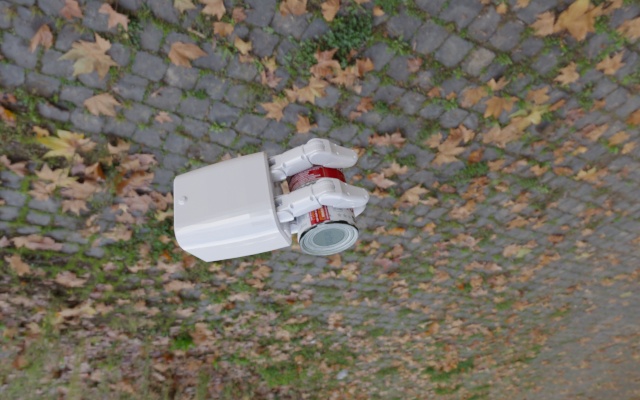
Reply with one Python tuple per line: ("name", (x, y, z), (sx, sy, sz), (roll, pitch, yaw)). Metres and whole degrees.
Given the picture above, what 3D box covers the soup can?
("soup can", (0.001, 0.002, 0.538), (0.068, 0.102, 0.069), (-9, -35, -6))
